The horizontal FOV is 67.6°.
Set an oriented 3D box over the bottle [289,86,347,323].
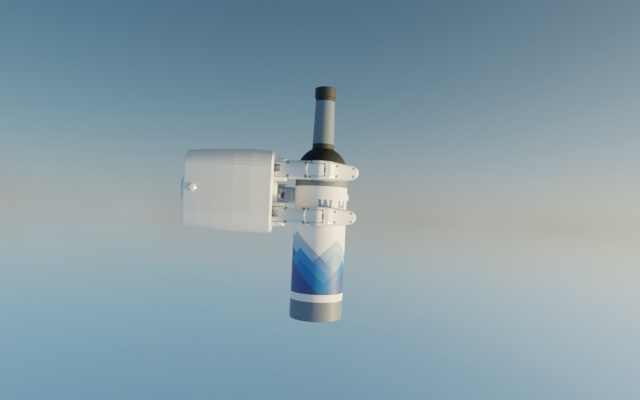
[{"bbox_3d":[0.000,0.002,0.615,0.069,0.295,0.069,3,-2,0],"label":"bottle"}]
